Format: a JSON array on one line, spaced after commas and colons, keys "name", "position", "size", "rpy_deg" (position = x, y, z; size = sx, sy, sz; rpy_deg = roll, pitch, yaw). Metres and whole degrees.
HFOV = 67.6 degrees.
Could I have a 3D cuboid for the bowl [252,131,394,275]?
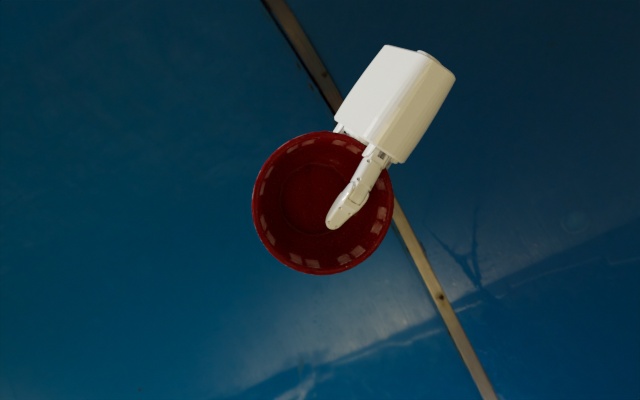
[{"name": "bowl", "position": [-0.001, 0.003, 0.554], "size": [0.162, 0.162, 0.055], "rpy_deg": [0, 6, -12]}]
